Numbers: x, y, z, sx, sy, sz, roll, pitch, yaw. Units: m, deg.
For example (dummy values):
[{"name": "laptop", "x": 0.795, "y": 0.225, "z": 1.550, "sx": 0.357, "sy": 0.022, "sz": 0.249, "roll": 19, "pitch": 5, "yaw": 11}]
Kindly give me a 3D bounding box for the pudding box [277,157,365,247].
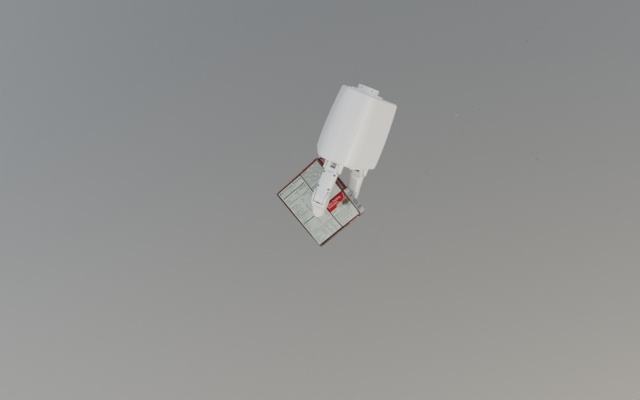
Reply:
[{"name": "pudding box", "x": 0.000, "y": 0.002, "z": 0.758, "sx": 0.090, "sy": 0.113, "sz": 0.039, "roll": -40, "pitch": -3, "yaw": 17}]
